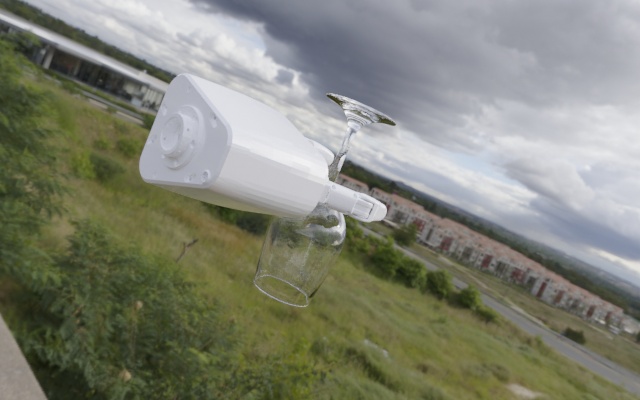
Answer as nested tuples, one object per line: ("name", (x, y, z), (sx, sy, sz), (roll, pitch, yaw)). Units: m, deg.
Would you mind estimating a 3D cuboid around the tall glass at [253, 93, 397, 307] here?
("tall glass", (0.000, 0.001, 0.474), (0.079, 0.201, 0.079), (23, 6, -2))
